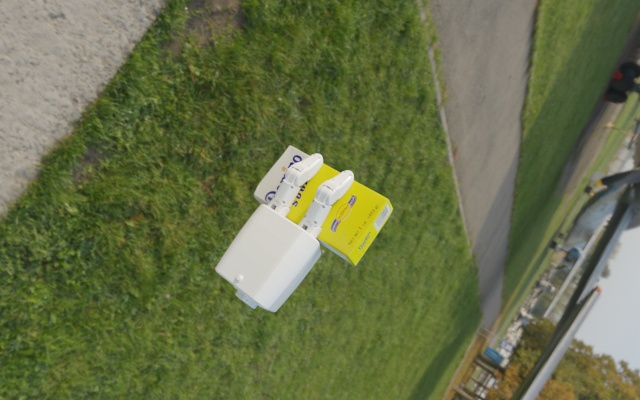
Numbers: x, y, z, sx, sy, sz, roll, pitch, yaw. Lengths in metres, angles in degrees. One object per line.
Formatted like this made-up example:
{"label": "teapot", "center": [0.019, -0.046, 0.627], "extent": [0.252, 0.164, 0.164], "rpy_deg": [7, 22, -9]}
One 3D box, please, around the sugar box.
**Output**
{"label": "sugar box", "center": [0.000, 0.002, 0.650], "extent": [0.176, 0.093, 0.048], "rpy_deg": [31, -12, 27]}
